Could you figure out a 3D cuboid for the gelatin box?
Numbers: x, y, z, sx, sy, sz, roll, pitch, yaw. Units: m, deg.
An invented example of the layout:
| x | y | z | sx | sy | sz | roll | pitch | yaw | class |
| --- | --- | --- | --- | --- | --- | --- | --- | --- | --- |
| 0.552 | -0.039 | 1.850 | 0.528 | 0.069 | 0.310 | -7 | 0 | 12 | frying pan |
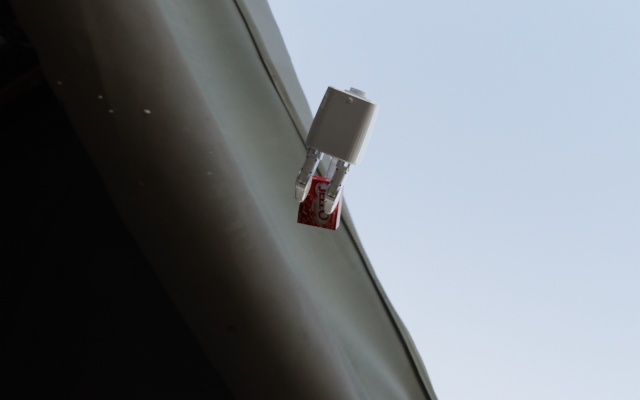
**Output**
| x | y | z | sx | sy | sz | roll | pitch | yaw | class |
| --- | --- | --- | --- | --- | --- | --- | --- | --- | --- |
| 0.000 | 0.003 | 0.849 | 0.073 | 0.089 | 0.030 | 11 | 17 | 13 | gelatin box |
